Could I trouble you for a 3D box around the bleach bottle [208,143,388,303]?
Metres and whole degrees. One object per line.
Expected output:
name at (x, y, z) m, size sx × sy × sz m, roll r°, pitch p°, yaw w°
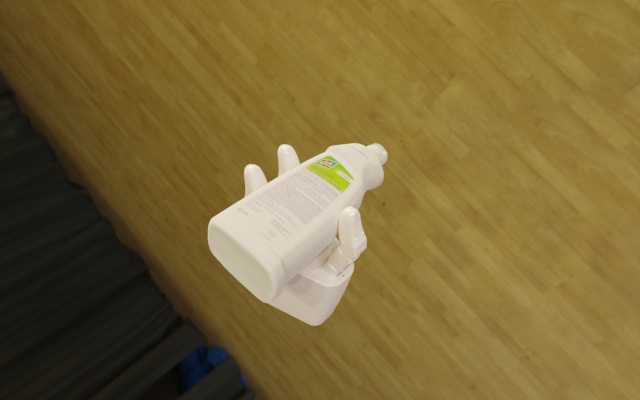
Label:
bleach bottle at (0.000, 0.002, 0.541) m, size 0.102 × 0.068 × 0.250 m, roll 38°, pitch 50°, yaw 20°
